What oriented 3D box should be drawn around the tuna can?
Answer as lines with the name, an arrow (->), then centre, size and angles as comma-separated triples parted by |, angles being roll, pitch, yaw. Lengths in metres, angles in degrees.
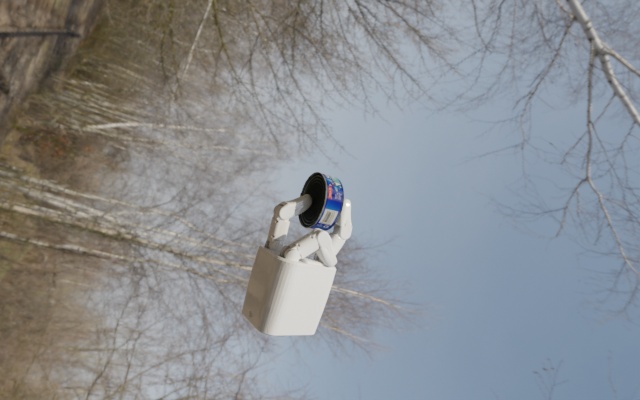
tuna can -> 0.001, 0.002, 0.723 | 0.034, 0.086, 0.086 | 13, -6, -27
